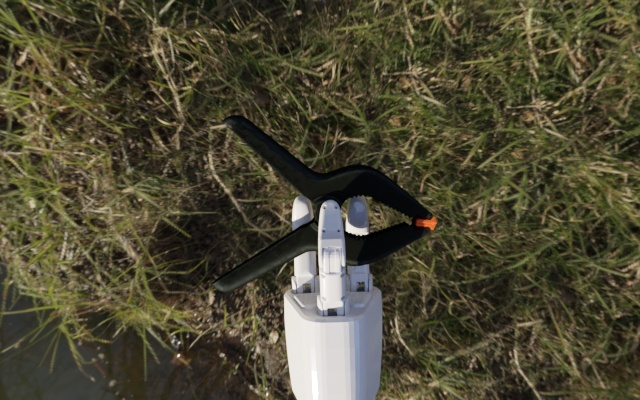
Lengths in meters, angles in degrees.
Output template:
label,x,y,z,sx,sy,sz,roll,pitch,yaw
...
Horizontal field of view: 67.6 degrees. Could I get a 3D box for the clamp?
label,x,y,z,sx,sy,sz,roll,pitch,yaw
clamp,0.001,0.002,0.442,0.210,0.164,0.036,-2,6,0
